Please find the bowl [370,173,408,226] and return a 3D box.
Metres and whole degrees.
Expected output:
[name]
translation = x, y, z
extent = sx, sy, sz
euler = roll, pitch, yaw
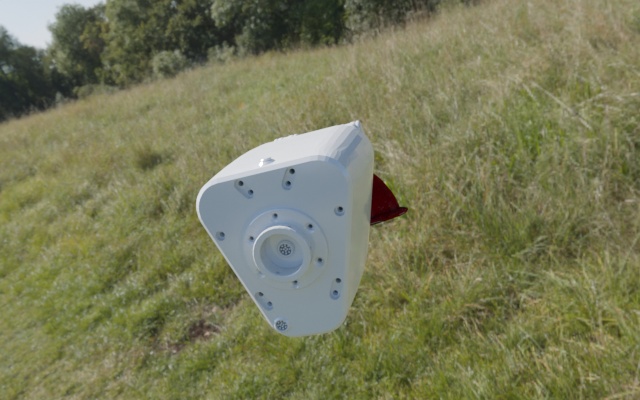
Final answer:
[bowl]
translation = 0.000, 0.001, 0.466
extent = 0.162, 0.055, 0.162
euler = -13, 1, 0
